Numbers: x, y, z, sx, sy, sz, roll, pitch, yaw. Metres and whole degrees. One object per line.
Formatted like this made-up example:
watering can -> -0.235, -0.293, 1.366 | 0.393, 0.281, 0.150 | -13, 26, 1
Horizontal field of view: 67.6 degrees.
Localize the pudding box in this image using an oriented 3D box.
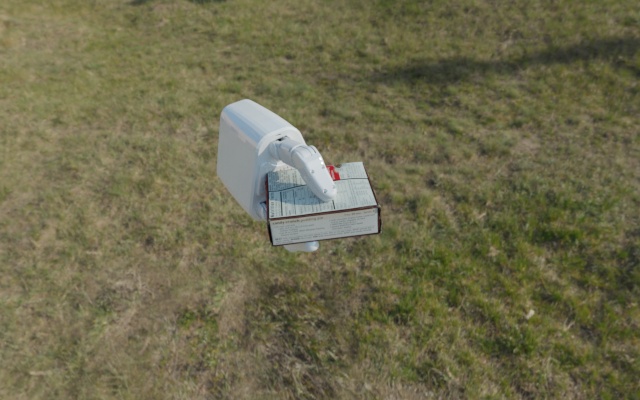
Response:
pudding box -> 0.000, 0.001, 0.497 | 0.113, 0.039, 0.090 | -8, 36, -1
